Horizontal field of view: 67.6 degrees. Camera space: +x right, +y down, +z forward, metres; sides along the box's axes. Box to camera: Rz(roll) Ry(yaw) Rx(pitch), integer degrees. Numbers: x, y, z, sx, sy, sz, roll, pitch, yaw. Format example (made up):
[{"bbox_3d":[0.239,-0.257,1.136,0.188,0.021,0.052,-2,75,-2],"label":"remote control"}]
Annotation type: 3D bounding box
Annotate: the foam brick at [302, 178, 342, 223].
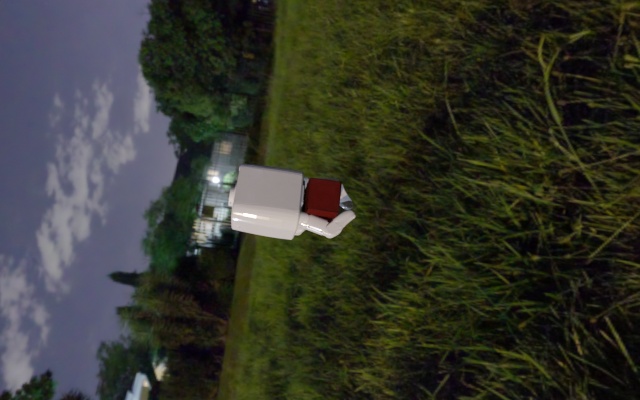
[{"bbox_3d":[0.000,0.002,0.776,0.051,0.053,0.078,9,-19,-7],"label":"foam brick"}]
